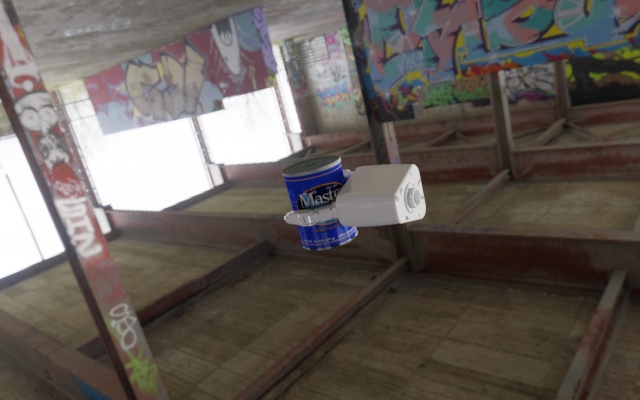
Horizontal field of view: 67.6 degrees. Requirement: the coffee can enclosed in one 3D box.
[{"bbox_3d":[0.000,0.003,0.832,0.103,0.140,0.102,-13,15,4],"label":"coffee can"}]
